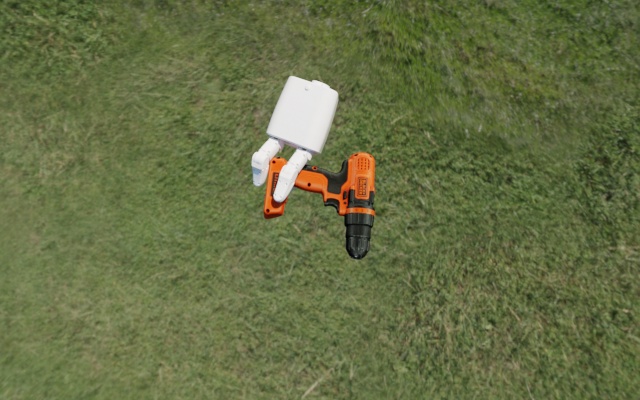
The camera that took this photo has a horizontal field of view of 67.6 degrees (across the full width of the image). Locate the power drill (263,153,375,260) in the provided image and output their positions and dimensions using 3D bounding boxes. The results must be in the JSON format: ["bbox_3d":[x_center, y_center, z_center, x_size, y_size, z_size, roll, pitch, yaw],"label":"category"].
[{"bbox_3d":[0.000,0.002,0.812,0.187,0.184,0.057,6,-15,-5],"label":"power drill"}]
